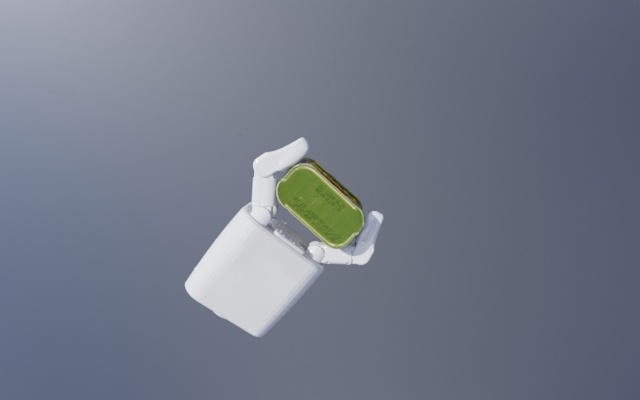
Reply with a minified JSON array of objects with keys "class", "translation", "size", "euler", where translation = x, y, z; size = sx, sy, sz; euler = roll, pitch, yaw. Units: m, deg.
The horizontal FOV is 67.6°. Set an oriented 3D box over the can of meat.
[{"class":"can of meat","translation":[0.000,0.002,0.522],"size":[0.102,0.057,0.084],"euler":[42,6,-4]}]
